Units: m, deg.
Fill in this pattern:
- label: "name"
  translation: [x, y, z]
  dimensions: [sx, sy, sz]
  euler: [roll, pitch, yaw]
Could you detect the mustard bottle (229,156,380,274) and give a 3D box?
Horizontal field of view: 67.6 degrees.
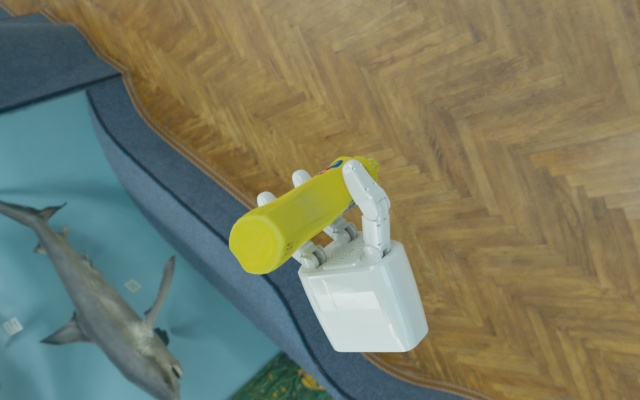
- label: "mustard bottle"
  translation: [0.000, 0.001, 0.496]
  dimensions: [0.191, 0.058, 0.096]
  euler: [-34, -5, -38]
